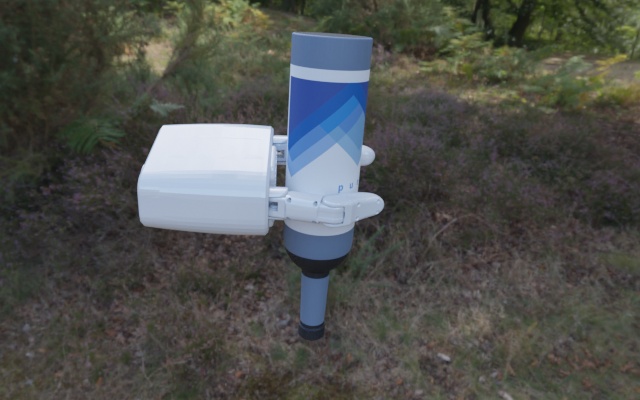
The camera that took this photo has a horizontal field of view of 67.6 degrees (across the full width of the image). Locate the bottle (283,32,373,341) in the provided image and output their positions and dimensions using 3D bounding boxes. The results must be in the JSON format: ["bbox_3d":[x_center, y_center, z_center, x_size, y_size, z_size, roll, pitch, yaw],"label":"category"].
[{"bbox_3d":[0.000,0.001,0.444,0.069,0.296,0.069,4,22,-1],"label":"bottle"}]
